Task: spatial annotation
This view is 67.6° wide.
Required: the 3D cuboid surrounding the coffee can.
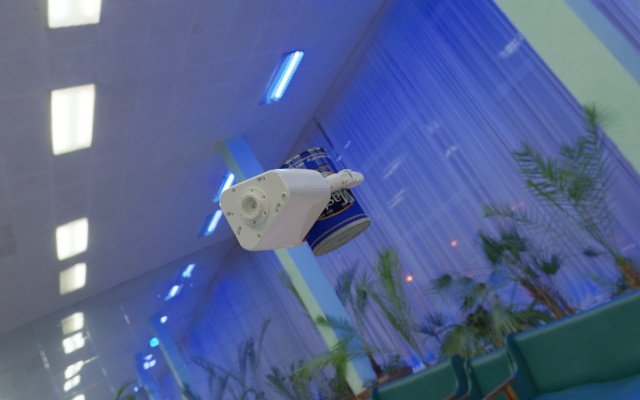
[{"bbox_3d":[0.000,0.003,0.753,0.103,0.140,0.103,-29,-15,-9],"label":"coffee can"}]
